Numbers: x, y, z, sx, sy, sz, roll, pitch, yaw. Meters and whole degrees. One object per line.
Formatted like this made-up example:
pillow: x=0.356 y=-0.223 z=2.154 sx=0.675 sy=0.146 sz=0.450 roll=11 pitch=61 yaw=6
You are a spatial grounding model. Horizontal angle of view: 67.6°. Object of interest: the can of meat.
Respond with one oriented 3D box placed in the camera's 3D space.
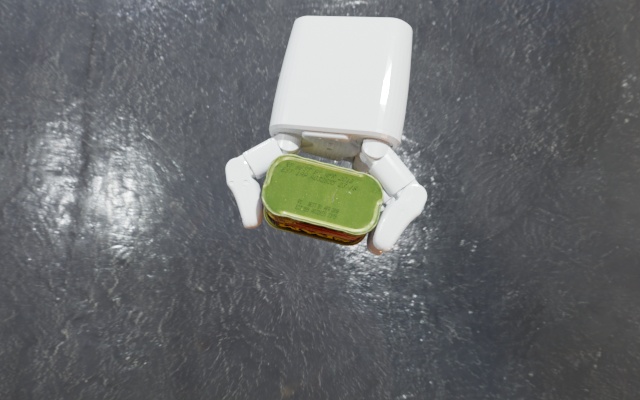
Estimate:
can of meat: x=0.000 y=0.001 z=0.417 sx=0.102 sy=0.057 sz=0.084 roll=14 pitch=-10 yaw=-1
